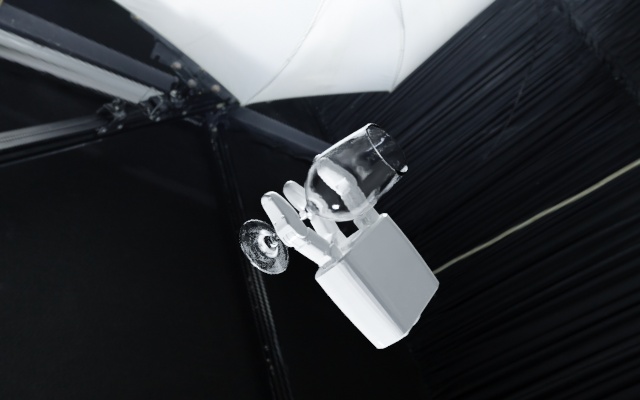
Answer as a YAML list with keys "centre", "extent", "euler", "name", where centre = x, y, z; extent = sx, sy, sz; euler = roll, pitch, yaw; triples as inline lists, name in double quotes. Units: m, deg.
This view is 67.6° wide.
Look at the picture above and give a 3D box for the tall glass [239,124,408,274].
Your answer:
- centre: [-0.001, 0.002, 0.524]
  extent: [0.201, 0.079, 0.079]
  euler: [-39, -22, 30]
  name: "tall glass"
